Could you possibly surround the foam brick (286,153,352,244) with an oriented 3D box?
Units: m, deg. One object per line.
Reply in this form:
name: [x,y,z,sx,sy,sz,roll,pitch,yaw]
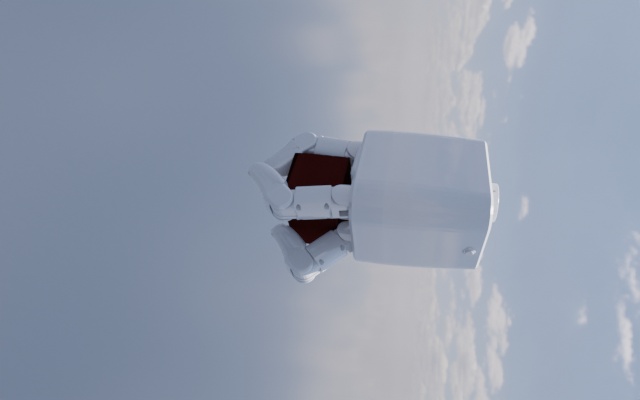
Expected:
foam brick: [0.000,0.002,0.442,0.051,0.053,0.078,7,-33,12]
